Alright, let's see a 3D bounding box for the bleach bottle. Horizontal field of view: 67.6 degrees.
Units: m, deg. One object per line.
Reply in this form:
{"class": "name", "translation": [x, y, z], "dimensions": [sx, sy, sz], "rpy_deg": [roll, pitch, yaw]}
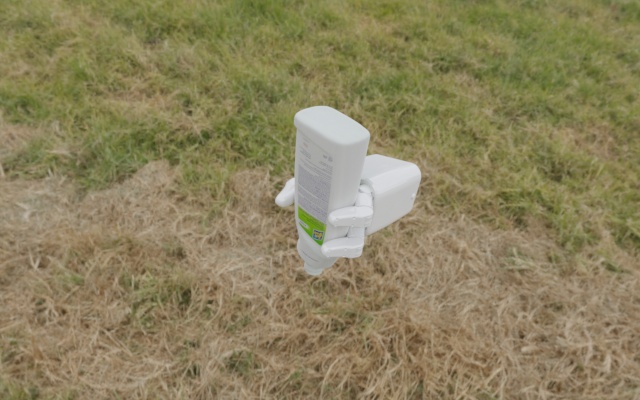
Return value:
{"class": "bleach bottle", "translation": [0.000, 0.002, 0.676], "dimensions": [0.068, 0.251, 0.102], "rpy_deg": [-23, 47, -37]}
